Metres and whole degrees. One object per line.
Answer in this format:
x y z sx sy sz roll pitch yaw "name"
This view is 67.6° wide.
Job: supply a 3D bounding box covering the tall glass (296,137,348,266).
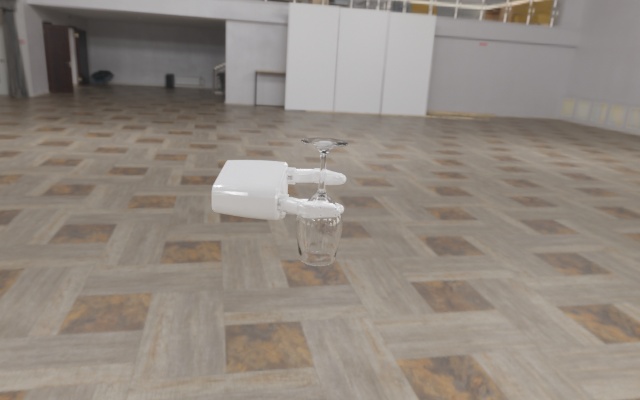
0.000 0.002 0.777 0.079 0.201 0.079 3 17 -1 "tall glass"
